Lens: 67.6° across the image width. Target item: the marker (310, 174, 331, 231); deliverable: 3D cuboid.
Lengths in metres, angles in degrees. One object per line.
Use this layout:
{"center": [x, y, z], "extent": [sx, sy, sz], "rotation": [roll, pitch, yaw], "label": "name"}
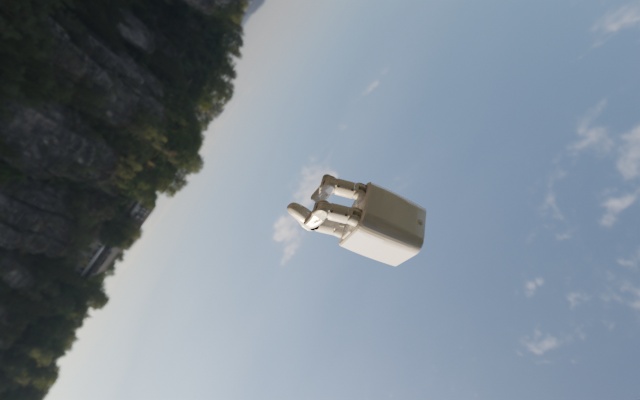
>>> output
{"center": [0.000, 0.003, 0.802], "extent": [0.020, 0.121, 0.020], "rotation": [9, -43, 9], "label": "marker"}
